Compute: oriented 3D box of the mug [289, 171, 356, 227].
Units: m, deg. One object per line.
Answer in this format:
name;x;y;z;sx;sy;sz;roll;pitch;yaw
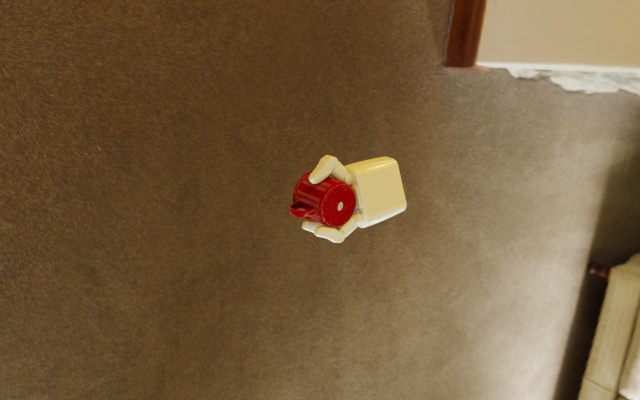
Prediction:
mug;-0.001;0.003;0.849;0.117;0.093;0.081;-19;25;-31
